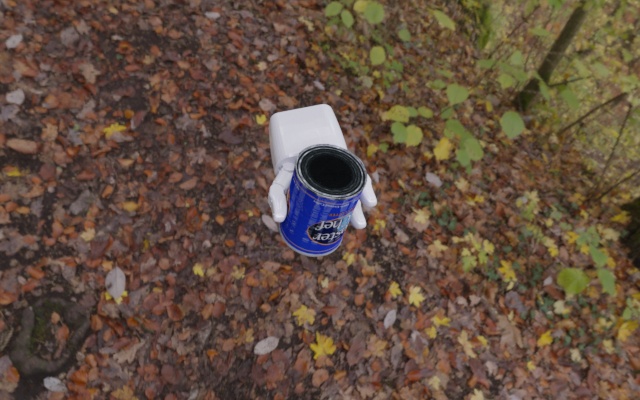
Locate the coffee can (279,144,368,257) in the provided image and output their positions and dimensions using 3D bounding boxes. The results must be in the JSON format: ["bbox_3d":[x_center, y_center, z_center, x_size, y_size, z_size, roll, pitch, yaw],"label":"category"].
[{"bbox_3d":[0.000,0.003,0.701,0.103,0.102,0.140,0,-39,-16],"label":"coffee can"}]
